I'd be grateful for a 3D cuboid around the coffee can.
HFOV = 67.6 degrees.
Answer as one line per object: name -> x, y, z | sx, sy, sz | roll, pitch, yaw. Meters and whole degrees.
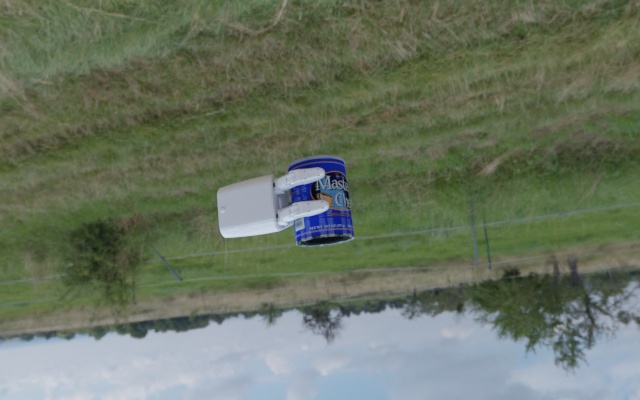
coffee can -> 0.000, 0.003, 0.830 | 0.103, 0.140, 0.103 | -7, -13, -2
